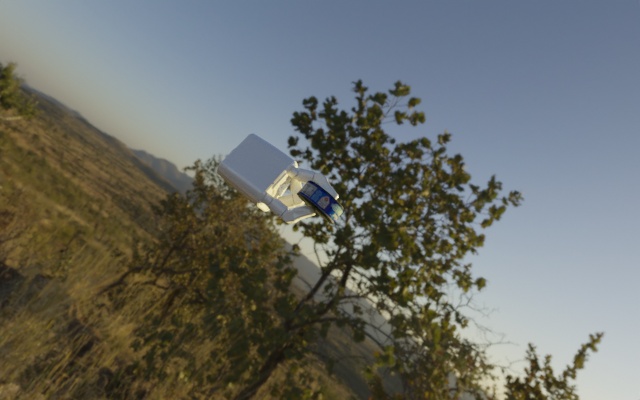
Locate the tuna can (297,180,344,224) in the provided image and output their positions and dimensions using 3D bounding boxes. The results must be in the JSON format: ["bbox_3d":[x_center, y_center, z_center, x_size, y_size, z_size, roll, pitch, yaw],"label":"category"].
[{"bbox_3d":[0.001,0.002,0.858,0.086,0.034,0.086,40,-7,6],"label":"tuna can"}]
